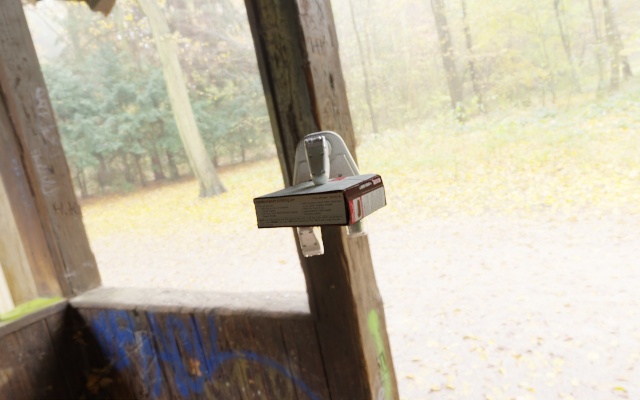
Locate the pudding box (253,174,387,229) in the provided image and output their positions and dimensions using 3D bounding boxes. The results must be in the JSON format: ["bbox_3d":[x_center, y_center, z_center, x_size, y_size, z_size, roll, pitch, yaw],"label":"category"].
[{"bbox_3d":[0.000,0.001,0.502,0.113,0.039,0.090,-6,10,32],"label":"pudding box"}]
